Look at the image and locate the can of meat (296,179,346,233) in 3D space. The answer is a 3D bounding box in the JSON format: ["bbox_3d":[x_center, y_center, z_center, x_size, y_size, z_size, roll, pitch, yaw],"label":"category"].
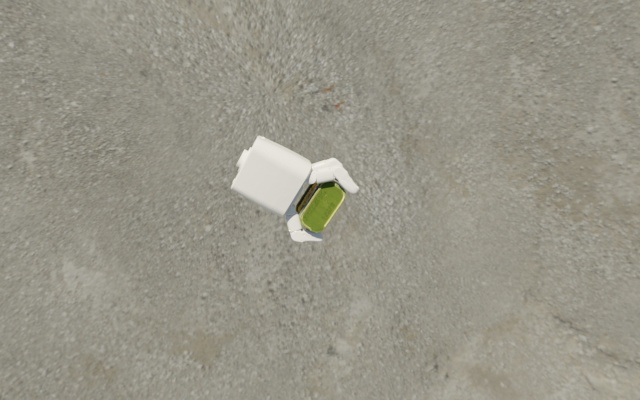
[{"bbox_3d":[0.000,0.003,0.877,0.057,0.102,0.084,32,7,-11],"label":"can of meat"}]
